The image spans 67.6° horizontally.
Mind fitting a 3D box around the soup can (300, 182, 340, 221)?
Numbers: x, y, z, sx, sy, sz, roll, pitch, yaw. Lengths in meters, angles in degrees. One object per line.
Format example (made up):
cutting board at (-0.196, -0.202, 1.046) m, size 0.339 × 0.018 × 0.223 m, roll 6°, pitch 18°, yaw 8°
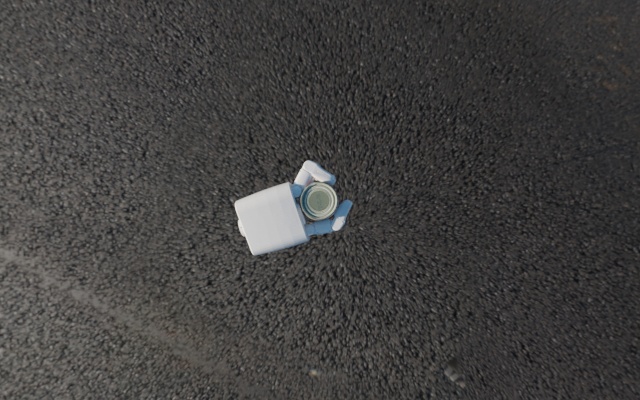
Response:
soup can at (0.001, 0.003, 0.874) m, size 0.068 × 0.068 × 0.102 m, roll 0°, pitch -3°, yaw 3°
